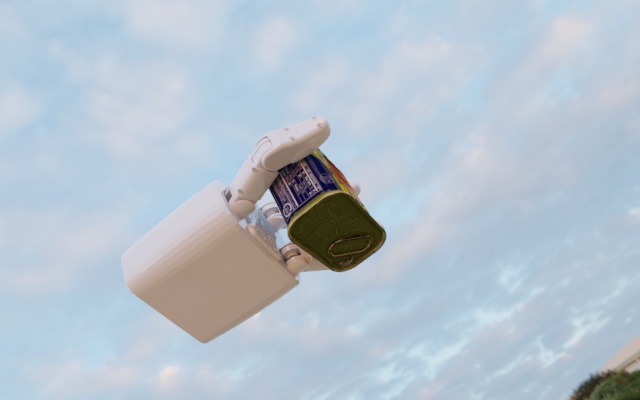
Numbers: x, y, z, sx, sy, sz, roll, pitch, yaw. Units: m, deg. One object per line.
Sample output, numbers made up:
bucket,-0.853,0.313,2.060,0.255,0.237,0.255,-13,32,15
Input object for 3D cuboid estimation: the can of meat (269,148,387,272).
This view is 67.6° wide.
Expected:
can of meat,0.000,0.001,0.405,0.057,0.084,0.102,-38,-40,8
